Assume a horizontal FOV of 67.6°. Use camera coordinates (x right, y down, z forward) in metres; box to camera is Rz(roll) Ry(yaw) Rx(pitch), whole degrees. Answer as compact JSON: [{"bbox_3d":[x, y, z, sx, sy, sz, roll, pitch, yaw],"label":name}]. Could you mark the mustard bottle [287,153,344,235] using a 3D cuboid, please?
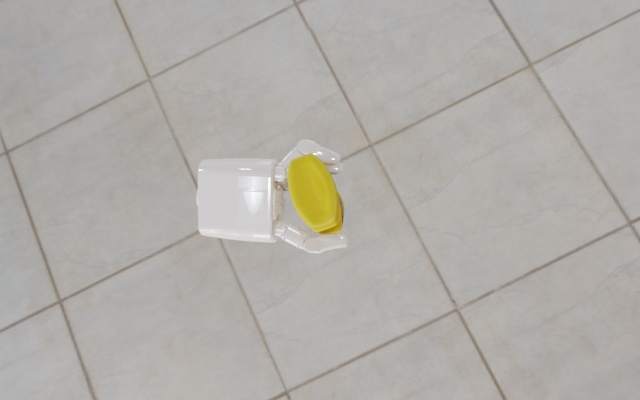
[{"bbox_3d":[0.000,0.002,0.676,0.058,0.096,0.192,-21,-11,3],"label":"mustard bottle"}]
